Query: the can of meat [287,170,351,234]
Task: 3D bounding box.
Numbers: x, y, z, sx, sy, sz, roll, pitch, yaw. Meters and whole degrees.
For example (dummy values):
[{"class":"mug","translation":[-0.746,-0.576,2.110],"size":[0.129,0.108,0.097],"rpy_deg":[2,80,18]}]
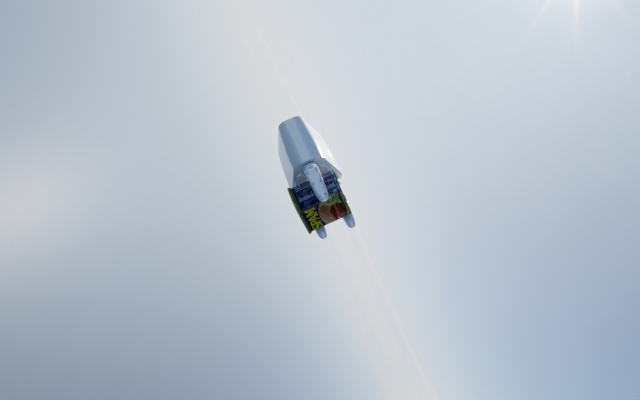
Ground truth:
[{"class":"can of meat","translation":[0.000,0.003,0.820],"size":[0.084,0.057,0.102],"rpy_deg":[-24,-34,0]}]
